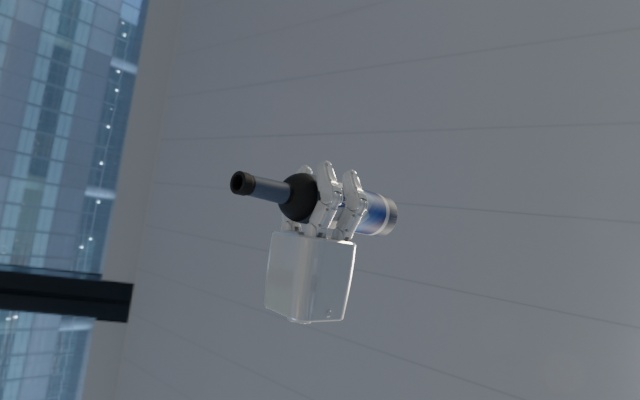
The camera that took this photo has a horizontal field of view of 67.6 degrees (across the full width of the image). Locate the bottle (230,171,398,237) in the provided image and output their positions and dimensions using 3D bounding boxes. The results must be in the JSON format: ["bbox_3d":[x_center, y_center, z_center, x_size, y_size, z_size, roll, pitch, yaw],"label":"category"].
[{"bbox_3d":[0.000,0.002,0.657,0.069,0.069,0.296,0,-9,41],"label":"bottle"}]
